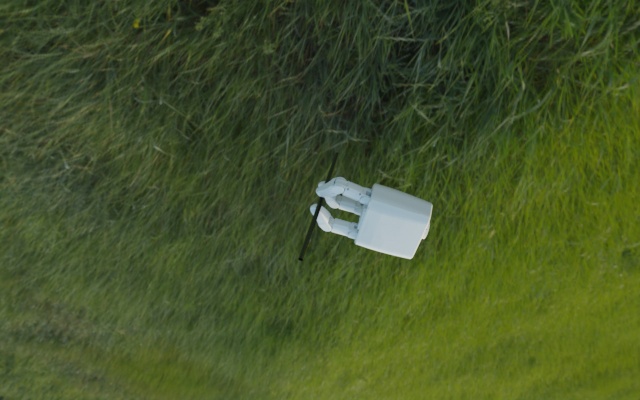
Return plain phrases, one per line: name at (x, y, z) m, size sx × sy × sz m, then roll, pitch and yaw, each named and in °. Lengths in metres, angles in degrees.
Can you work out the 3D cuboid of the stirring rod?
stirring rod at (0.000, 0.003, 0.828) m, size 0.011 × 0.239 × 0.011 m, roll 12°, pitch -37°, yaw 9°
